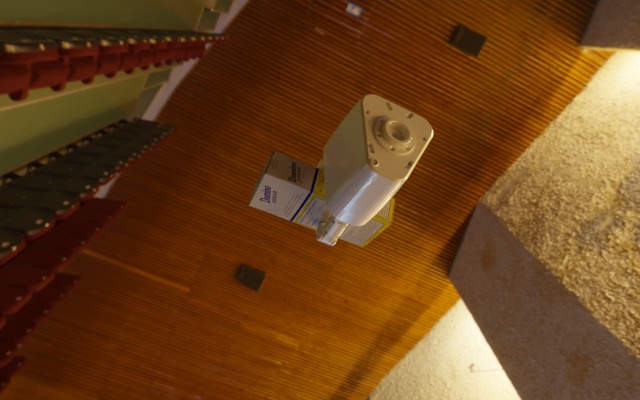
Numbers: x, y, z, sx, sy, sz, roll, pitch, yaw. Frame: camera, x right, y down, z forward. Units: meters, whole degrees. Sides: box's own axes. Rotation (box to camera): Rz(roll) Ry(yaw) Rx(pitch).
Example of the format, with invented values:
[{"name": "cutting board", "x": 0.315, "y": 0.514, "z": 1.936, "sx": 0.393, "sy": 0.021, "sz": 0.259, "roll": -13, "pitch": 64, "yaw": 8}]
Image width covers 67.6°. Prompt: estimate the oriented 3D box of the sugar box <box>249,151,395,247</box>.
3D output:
[{"name": "sugar box", "x": 0.000, "y": 0.002, "z": 0.644, "sx": 0.176, "sy": 0.048, "sz": 0.093, "roll": 24, "pitch": -34, "yaw": -10}]
